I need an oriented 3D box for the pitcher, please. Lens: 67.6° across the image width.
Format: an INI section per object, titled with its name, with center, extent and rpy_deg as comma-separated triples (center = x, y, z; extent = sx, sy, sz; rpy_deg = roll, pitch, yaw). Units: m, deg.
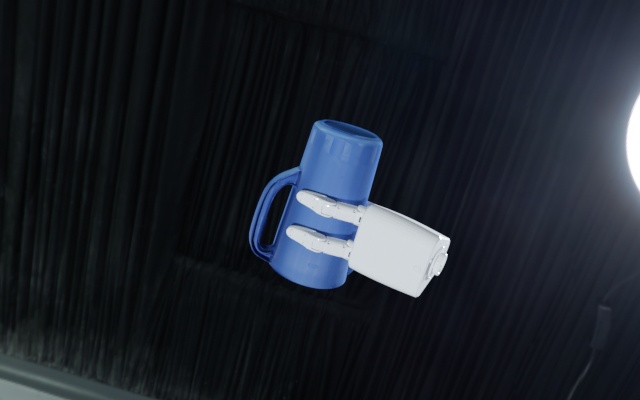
[pitcher]
center = 0.000, 0.002, 0.740
extent = 0.145, 0.243, 0.149
rpy_deg = 25, 20, 26
